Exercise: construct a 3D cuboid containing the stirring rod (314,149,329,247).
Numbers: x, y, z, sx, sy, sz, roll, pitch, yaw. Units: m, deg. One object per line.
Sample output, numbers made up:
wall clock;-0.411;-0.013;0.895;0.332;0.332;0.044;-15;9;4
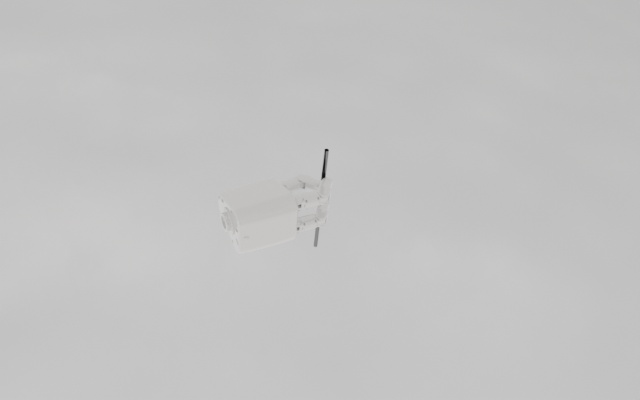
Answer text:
stirring rod;0.000;0.003;0.897;0.011;0.240;0.011;4;42;-3
